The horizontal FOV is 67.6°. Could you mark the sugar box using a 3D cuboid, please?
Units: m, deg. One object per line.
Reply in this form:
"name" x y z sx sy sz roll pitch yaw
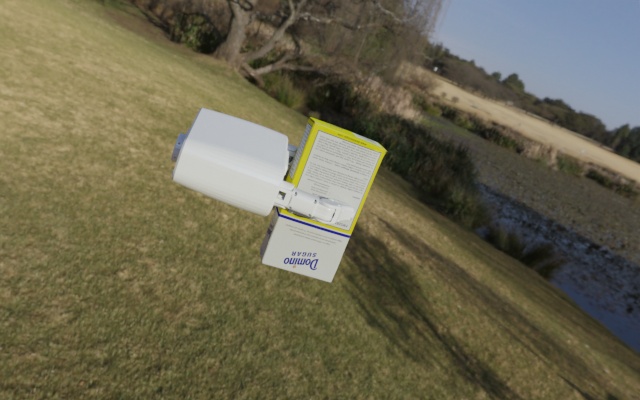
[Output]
"sugar box" 0.000 0.002 0.564 0.093 0.176 0.048 19 16 -15
